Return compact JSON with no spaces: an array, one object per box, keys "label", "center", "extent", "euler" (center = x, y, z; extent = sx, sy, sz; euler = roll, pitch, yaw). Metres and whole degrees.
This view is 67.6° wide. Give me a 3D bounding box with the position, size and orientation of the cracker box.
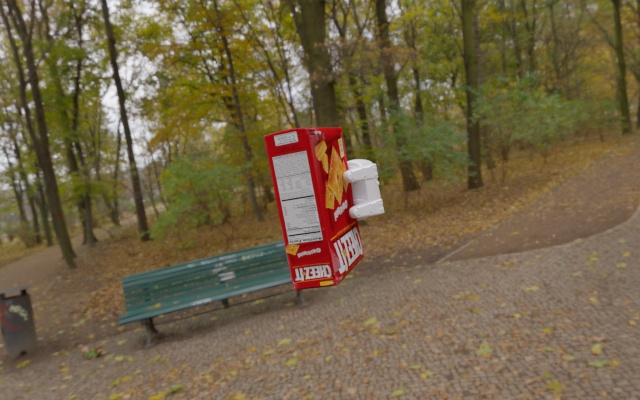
[{"label":"cracker box","center":[0.000,0.002,0.696],"extent":[0.072,0.214,0.164],"euler":[-10,5,19]}]
